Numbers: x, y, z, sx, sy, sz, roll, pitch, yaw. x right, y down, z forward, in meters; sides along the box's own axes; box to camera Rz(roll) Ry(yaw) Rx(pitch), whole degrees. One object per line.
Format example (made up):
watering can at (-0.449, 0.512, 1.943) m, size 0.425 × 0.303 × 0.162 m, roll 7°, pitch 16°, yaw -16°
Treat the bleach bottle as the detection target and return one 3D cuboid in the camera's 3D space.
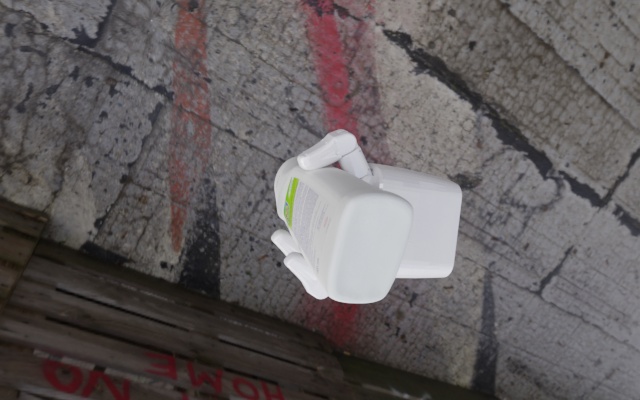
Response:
bleach bottle at (0.000, 0.002, 0.494) m, size 0.068 × 0.102 × 0.250 m, roll 7°, pitch 17°, yaw -22°
